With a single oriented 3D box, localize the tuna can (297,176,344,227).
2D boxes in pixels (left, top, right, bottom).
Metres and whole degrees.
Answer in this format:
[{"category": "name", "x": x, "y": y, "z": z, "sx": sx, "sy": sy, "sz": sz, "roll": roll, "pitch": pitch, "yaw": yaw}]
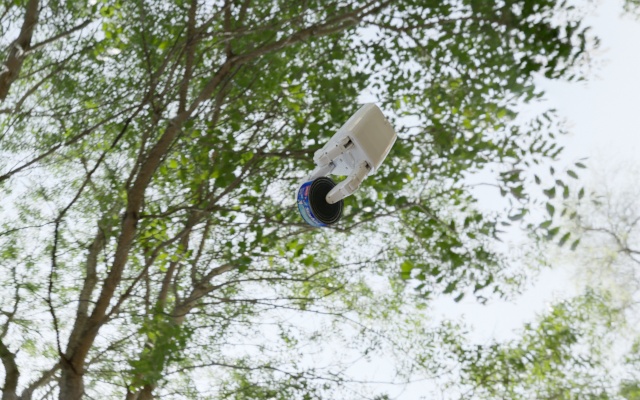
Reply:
[{"category": "tuna can", "x": 0.000, "y": 0.003, "z": 0.832, "sx": 0.086, "sy": 0.086, "sz": 0.034, "roll": 0, "pitch": -10, "yaw": -45}]
